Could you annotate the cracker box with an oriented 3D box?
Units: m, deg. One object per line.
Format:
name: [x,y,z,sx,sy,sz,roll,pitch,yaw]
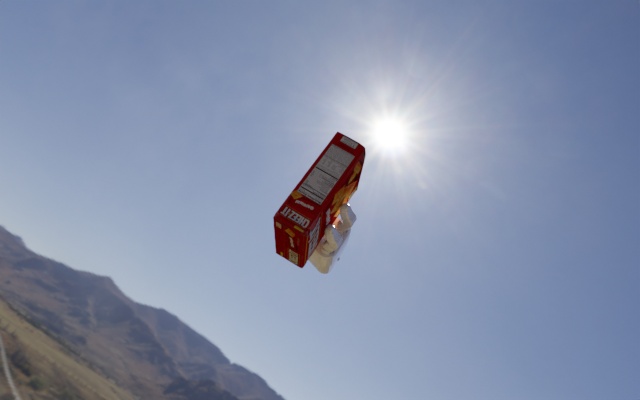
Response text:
cracker box: [0.000,0.003,0.897,0.072,0.213,0.164,29,-26,12]
